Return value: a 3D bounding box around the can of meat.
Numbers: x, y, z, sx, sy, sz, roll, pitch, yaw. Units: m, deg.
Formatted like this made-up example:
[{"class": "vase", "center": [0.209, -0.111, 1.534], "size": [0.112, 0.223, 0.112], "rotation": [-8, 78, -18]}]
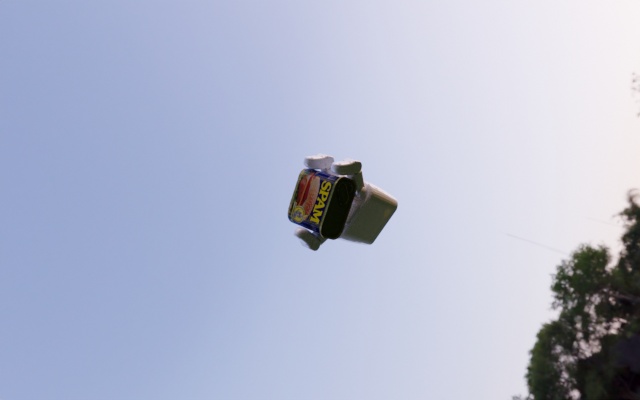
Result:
[{"class": "can of meat", "center": [0.000, 0.003, 0.781], "size": [0.084, 0.102, 0.057], "rotation": [20, 2, 40]}]
